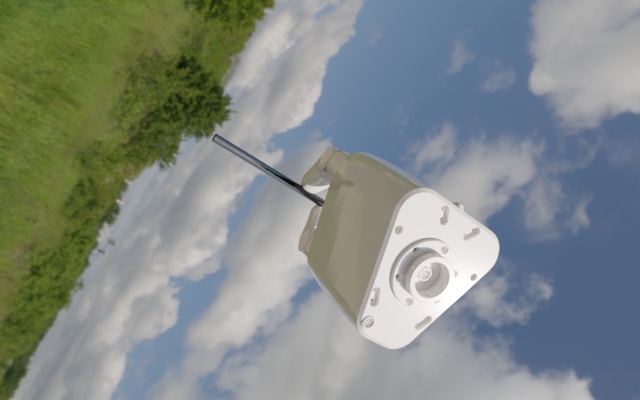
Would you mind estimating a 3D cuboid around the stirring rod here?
[{"bbox_3d":[0.000,0.002,0.470,0.239,0.011,0.011,31,-14,-24],"label":"stirring rod"}]
